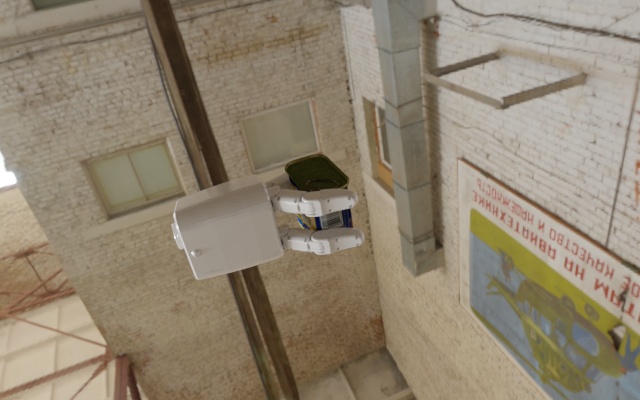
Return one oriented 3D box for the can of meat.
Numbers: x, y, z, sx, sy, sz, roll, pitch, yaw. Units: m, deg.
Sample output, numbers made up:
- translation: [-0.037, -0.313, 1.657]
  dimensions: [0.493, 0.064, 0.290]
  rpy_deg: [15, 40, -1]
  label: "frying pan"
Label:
- translation: [0.000, 0.002, 0.593]
  dimensions: [0.057, 0.084, 0.102]
  rpy_deg: [-19, 32, -14]
  label: "can of meat"
